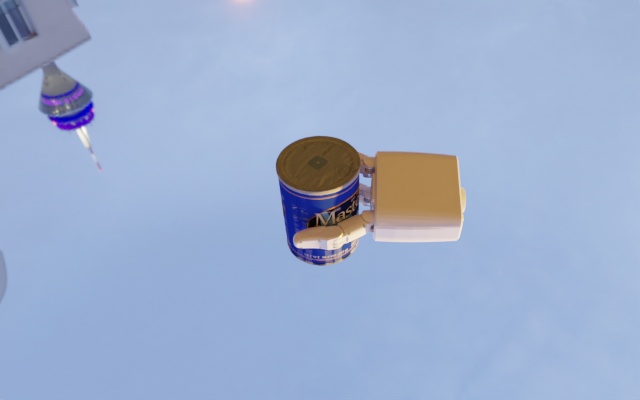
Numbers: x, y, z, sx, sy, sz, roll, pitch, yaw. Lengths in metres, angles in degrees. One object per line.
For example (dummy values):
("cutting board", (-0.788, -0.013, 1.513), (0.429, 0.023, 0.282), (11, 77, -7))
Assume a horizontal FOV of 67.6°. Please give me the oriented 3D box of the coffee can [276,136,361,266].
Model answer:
("coffee can", (0.000, 0.002, 0.623), (0.103, 0.102, 0.140), (0, -44, 3))
